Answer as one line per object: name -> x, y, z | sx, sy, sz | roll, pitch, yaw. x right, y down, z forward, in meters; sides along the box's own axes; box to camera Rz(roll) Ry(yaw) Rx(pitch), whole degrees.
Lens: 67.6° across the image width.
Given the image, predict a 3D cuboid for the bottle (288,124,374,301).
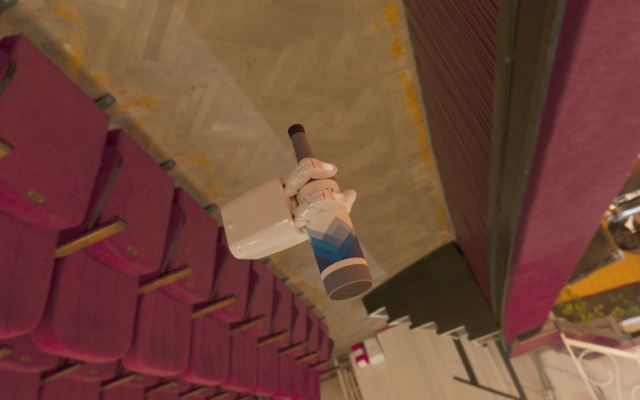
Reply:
bottle -> 0.000, 0.003, 0.726 | 0.069, 0.295, 0.069 | -14, -29, -8
